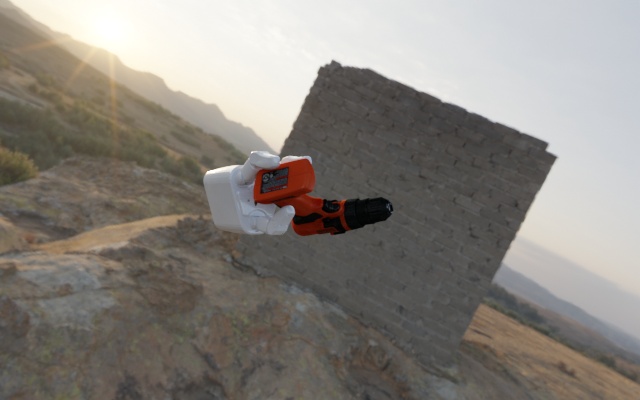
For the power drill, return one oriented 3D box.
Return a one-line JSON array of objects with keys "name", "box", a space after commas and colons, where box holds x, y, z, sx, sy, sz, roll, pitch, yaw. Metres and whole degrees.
[{"name": "power drill", "box": [0.000, 0.002, 0.753, 0.184, 0.057, 0.188, -13, -30, 28]}]
